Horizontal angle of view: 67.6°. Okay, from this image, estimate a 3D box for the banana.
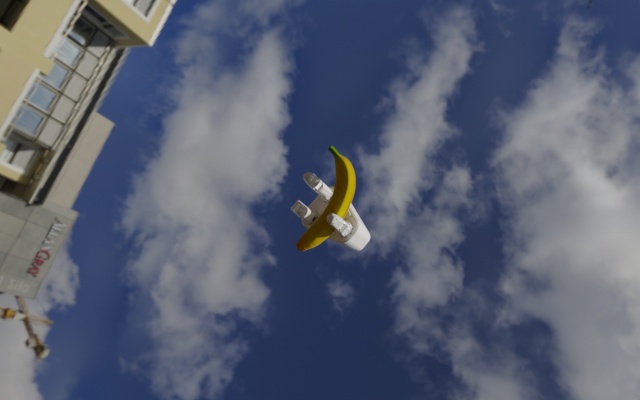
[{"bbox_3d":[0.019,0.005,0.856,0.069,0.198,0.037,18,-5,12],"label":"banana"}]
